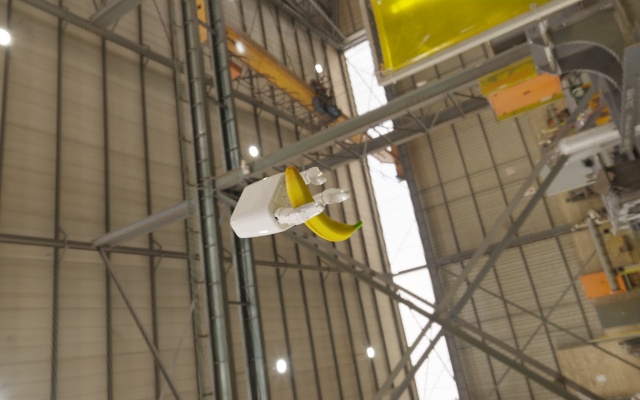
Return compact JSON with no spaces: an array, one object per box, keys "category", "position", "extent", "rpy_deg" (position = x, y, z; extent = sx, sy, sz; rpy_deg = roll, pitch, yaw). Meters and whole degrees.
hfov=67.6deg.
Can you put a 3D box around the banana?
[{"category":"banana","position":[-0.004,0.020,0.844],"extent":[0.037,0.069,0.198],"rpy_deg":[-7,-37,45]}]
